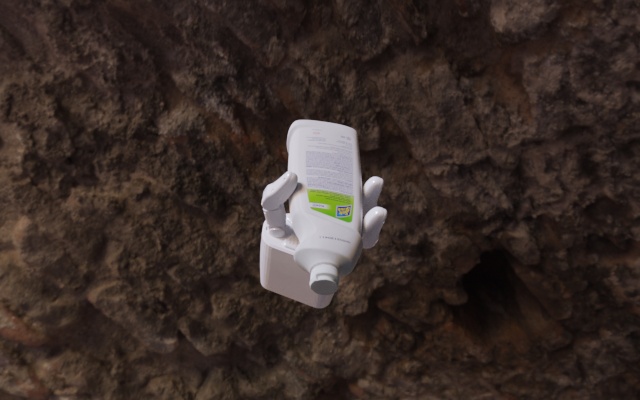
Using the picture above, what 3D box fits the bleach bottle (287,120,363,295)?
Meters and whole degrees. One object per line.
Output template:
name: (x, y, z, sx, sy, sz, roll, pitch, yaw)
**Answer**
bleach bottle: (0.000, 0.002, 0.583, 0.102, 0.068, 0.250, 7, 44, -3)
